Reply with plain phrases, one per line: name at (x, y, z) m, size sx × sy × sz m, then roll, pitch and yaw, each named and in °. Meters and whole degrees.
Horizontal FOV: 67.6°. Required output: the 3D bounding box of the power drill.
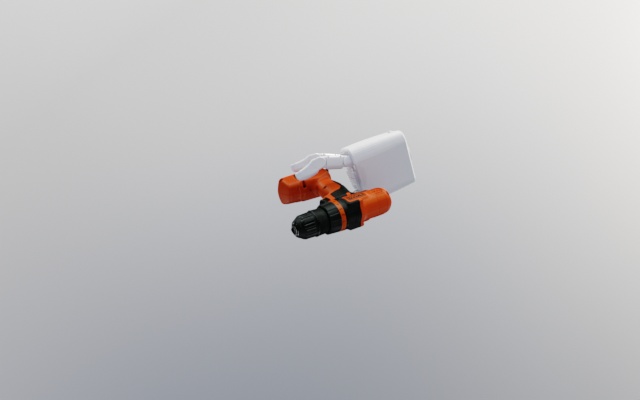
power drill at (0.000, 0.002, 0.827) m, size 0.184 × 0.057 × 0.187 m, roll -16°, pitch 27°, yaw -28°
